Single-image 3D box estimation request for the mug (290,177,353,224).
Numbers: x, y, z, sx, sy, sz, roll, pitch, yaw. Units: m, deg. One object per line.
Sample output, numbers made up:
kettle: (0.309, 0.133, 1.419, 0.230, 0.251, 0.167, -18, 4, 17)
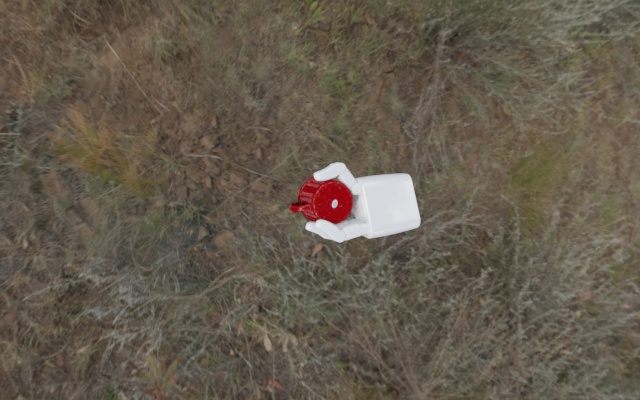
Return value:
mug: (-0.001, 0.003, 0.899, 0.117, 0.093, 0.081, -10, 8, -17)
